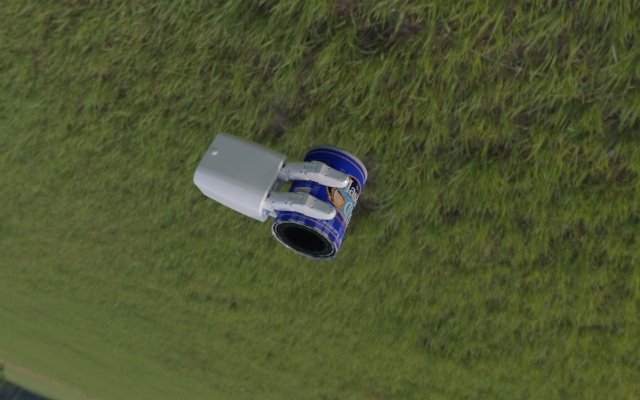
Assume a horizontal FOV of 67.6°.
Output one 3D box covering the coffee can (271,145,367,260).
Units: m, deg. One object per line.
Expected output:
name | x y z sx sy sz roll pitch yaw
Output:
coffee can | 0.000 0.002 0.715 0.103 0.140 0.103 18 -30 10
